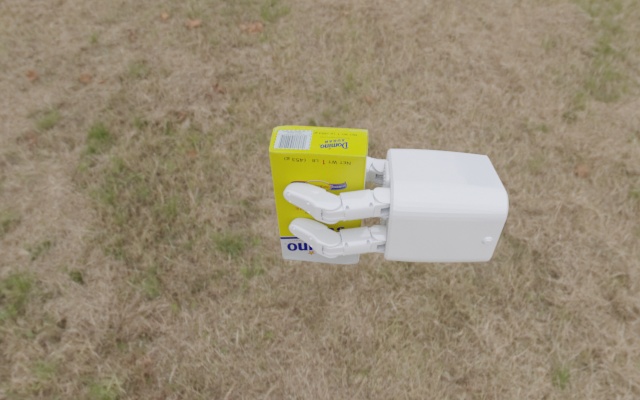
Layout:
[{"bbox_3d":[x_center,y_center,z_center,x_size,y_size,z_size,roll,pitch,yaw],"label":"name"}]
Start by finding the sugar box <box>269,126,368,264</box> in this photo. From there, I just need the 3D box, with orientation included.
[{"bbox_3d":[0.000,0.002,0.510,0.093,0.048,0.176,4,-44,6],"label":"sugar box"}]
